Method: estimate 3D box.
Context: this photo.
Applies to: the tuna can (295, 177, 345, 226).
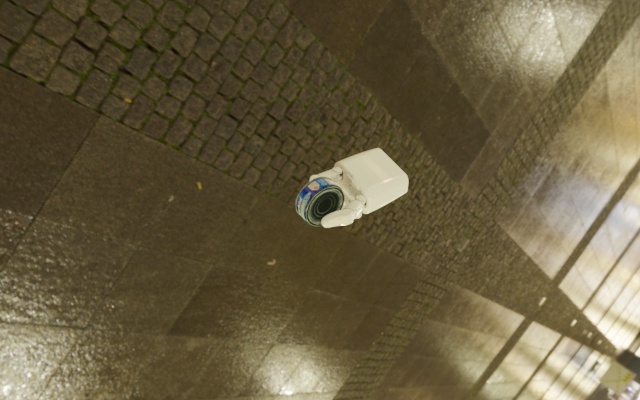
[{"bbox_3d":[0.000,0.003,0.846,0.086,0.086,0.033,0,31,-40],"label":"tuna can"}]
